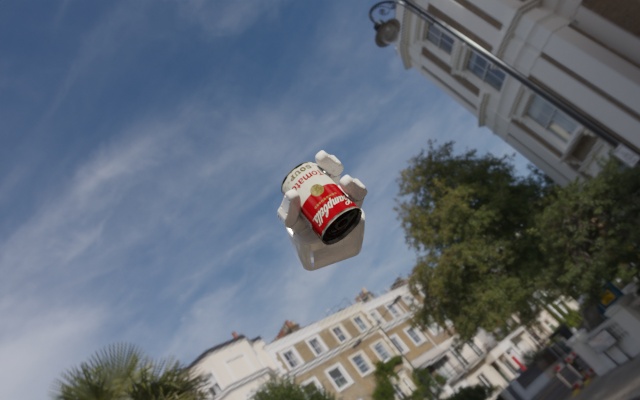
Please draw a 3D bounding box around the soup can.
[{"bbox_3d":[0.000,0.002,0.663,0.068,0.068,0.102,0,41,-51],"label":"soup can"}]
